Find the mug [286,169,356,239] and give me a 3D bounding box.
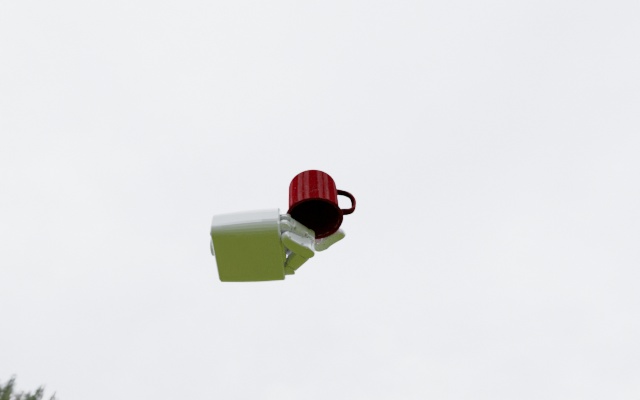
[{"bbox_3d":[0.002,0.002,0.783,0.117,0.093,0.081,-3,42,-1],"label":"mug"}]
